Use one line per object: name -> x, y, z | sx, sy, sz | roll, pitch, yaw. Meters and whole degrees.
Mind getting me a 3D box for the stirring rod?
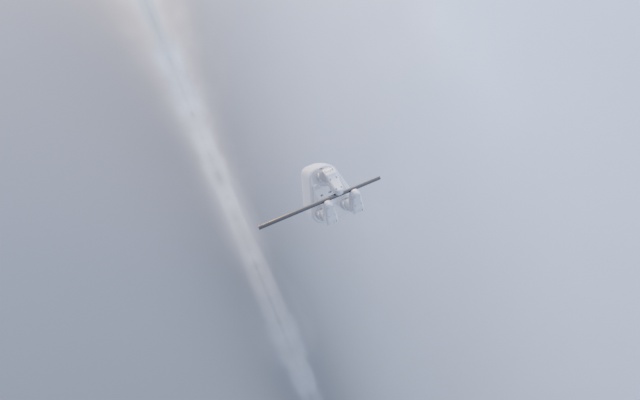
stirring rod -> 0.000, 0.003, 0.863 | 0.239, 0.011, 0.011 | -23, 4, -10
